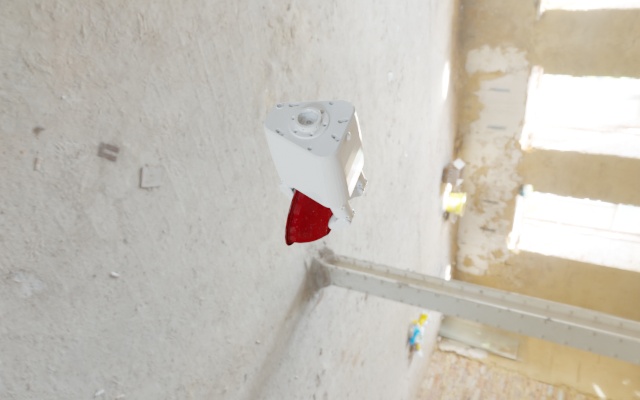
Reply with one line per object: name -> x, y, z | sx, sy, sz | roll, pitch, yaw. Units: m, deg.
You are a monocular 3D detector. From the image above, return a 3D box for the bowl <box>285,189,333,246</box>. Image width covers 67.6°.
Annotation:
bowl -> 0.001, 0.003, 0.742 | 0.055, 0.162, 0.162 | 19, 3, 9
